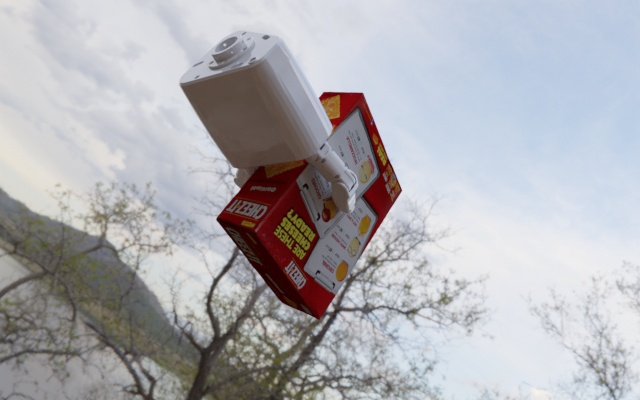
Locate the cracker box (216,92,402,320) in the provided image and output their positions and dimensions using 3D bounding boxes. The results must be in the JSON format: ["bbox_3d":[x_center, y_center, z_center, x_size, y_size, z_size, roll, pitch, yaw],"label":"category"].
[{"bbox_3d":[0.000,0.002,0.562,0.072,0.213,0.164,12,-35,39],"label":"cracker box"}]
